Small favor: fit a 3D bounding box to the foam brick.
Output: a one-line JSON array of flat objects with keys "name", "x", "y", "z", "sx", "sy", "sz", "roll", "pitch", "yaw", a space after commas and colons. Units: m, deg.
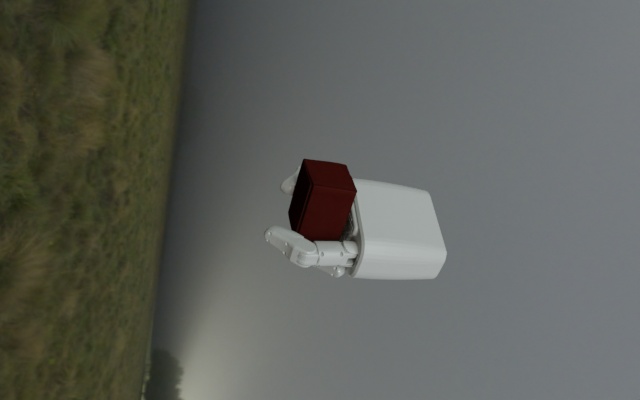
[{"name": "foam brick", "x": 0.000, "y": 0.002, "z": 0.520, "sx": 0.051, "sy": 0.078, "sz": 0.053, "roll": 6, "pitch": 35, "yaw": -17}]
